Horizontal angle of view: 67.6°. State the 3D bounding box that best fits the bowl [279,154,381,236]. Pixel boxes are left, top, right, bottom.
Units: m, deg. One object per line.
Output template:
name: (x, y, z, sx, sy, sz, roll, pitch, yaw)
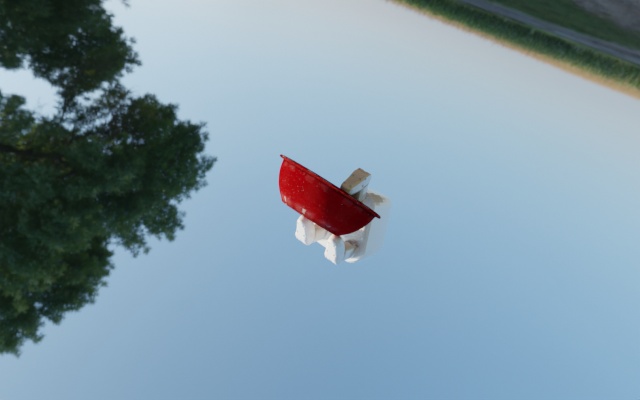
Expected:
bowl: (-0.001, 0.002, 0.651, 0.162, 0.055, 0.162, 32, -1, 0)
